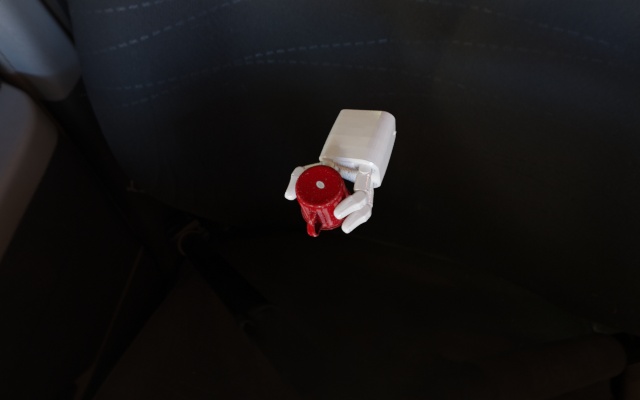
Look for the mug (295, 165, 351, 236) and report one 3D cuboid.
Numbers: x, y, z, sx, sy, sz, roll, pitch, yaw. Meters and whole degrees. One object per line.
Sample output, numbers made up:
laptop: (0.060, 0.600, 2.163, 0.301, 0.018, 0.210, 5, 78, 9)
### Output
mug: (0.000, 0.004, 0.803, 0.093, 0.117, 0.081, 14, -21, 17)
